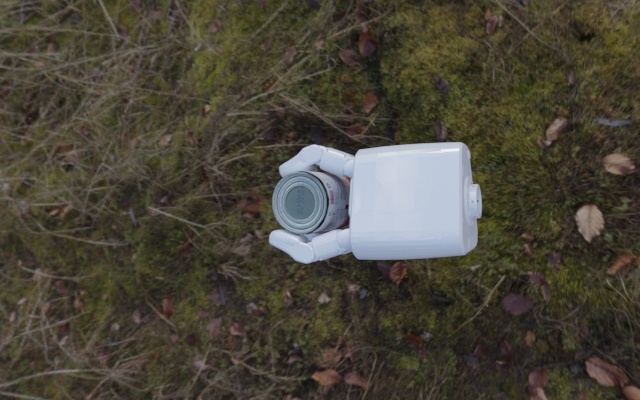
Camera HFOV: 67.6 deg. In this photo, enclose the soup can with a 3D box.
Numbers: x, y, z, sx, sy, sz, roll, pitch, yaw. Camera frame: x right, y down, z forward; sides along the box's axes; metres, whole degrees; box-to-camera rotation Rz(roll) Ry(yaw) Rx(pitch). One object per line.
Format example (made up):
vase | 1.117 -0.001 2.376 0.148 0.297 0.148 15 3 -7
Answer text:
soup can | -0.001 0.002 0.535 0.068 0.068 0.102 0 1 26
